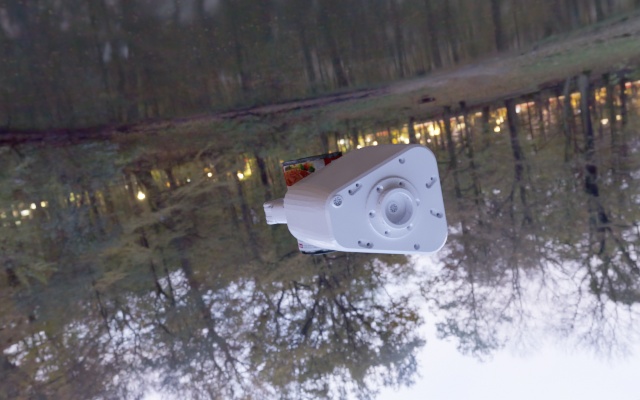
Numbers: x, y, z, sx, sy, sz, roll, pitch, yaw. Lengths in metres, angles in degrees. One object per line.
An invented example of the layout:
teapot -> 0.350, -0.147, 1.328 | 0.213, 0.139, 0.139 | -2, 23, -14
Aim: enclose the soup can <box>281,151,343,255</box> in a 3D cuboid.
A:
soup can -> 0.000, 0.002, 0.527 | 0.068, 0.102, 0.068 | -11, 6, 1
